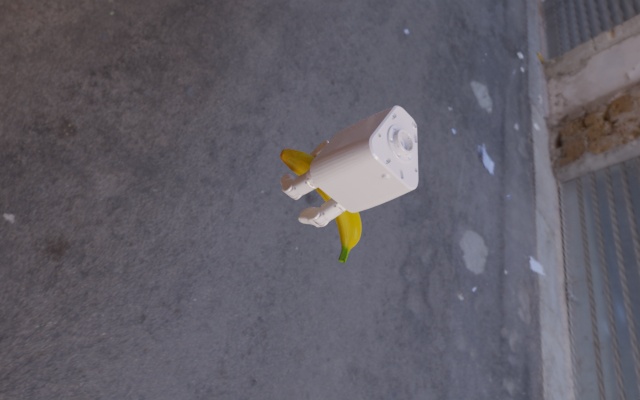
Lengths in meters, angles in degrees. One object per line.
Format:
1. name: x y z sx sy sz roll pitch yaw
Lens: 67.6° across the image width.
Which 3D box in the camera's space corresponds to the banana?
1. banana: 0.013 -0.004 0.725 0.037 0.198 0.069 -16 19 48
